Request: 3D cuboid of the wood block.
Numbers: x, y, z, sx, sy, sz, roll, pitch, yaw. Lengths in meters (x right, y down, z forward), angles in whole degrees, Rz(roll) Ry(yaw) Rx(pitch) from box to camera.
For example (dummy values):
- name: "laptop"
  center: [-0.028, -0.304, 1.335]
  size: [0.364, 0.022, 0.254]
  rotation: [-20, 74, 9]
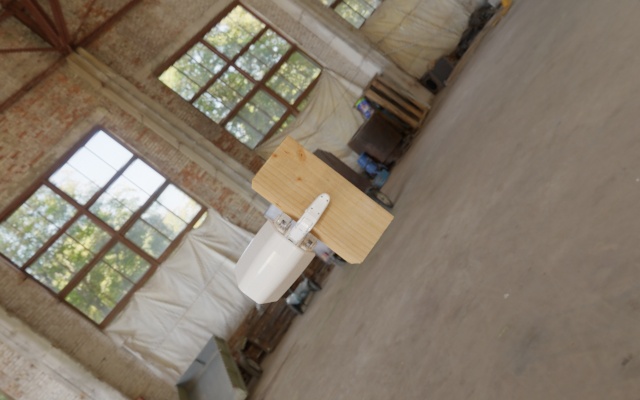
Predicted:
- name: "wood block"
  center: [0.000, 0.003, 0.757]
  size: [0.206, 0.090, 0.091]
  rotation: [37, -11, -2]
